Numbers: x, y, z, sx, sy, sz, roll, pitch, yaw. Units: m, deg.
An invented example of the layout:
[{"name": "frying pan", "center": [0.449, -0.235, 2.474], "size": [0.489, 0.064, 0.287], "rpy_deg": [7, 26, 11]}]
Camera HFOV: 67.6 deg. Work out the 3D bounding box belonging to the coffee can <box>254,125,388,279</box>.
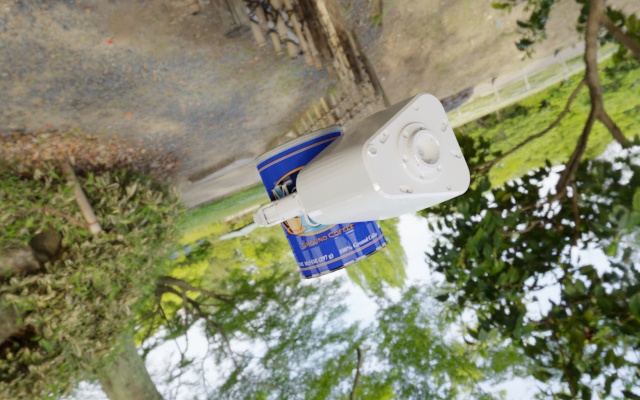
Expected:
[{"name": "coffee can", "center": [0.000, 0.002, 0.528], "size": [0.103, 0.140, 0.103], "rpy_deg": [-23, 1, 0]}]
